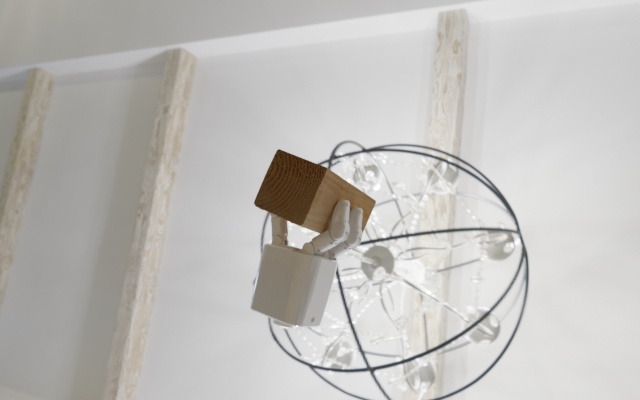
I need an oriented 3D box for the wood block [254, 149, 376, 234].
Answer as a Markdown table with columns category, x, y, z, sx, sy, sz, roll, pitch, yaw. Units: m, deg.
| category | x | y | z | sx | sy | sz | roll | pitch | yaw |
| --- | --- | --- | --- | --- | --- | --- | --- | --- | --- |
| wood block | 0.000 | 0.003 | 0.748 | 0.091 | 0.090 | 0.206 | 22 | -2 | 28 |
